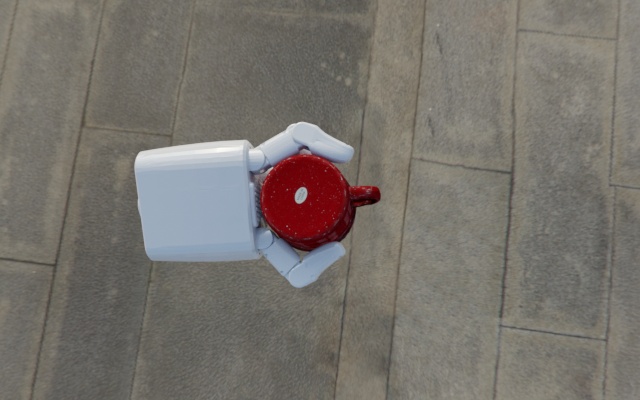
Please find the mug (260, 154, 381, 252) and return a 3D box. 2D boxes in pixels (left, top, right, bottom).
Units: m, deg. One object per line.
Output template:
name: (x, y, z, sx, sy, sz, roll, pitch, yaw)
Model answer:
mug: (0.002, 0.001, 0.463, 0.117, 0.093, 0.081, -5, -8, 4)
